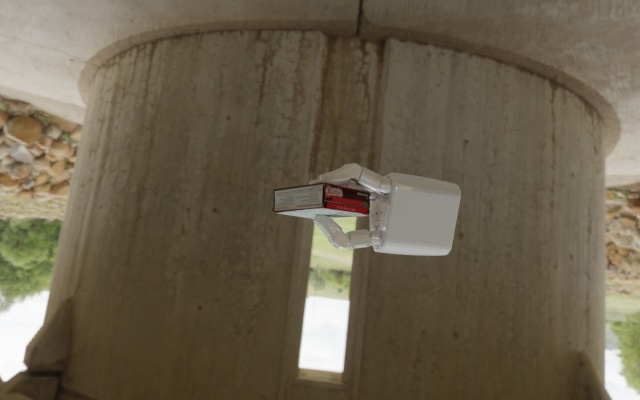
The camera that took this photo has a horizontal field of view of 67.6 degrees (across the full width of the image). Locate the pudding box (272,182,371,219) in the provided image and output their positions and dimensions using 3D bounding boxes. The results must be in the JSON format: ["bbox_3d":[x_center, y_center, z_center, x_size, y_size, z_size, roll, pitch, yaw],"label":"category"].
[{"bbox_3d":[0.000,0.002,0.674,0.090,0.039,0.113,11,-13,-41],"label":"pudding box"}]
